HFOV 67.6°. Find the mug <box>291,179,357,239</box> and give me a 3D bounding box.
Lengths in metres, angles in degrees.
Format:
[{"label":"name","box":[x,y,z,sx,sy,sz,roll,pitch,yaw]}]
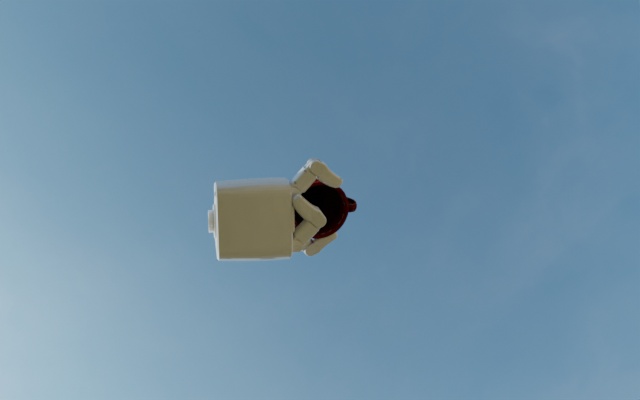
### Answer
[{"label":"mug","box":[0.001,0.002,0.763,0.117,0.093,0.081,-1,19,-16]}]
